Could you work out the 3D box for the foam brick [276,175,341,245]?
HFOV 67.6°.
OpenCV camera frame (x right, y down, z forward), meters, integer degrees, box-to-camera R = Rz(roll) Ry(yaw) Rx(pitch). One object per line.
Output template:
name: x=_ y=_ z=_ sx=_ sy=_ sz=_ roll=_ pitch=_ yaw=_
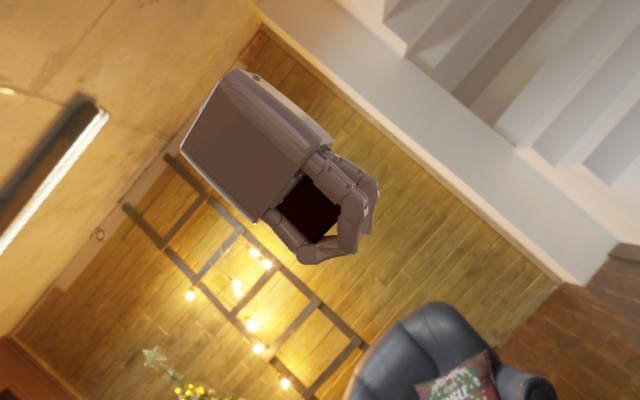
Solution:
foam brick: x=0.000 y=0.002 z=0.483 sx=0.051 sy=0.053 sz=0.078 roll=44 pitch=13 yaw=2
